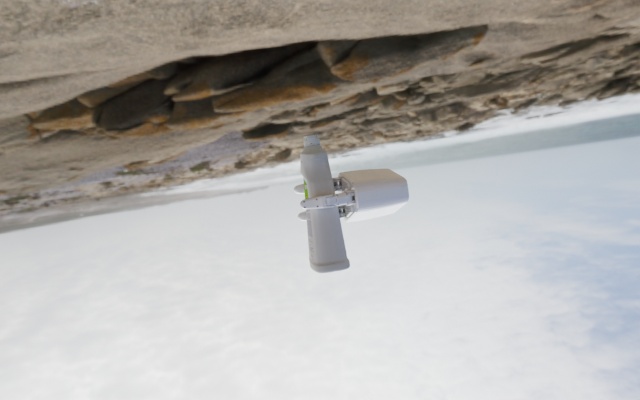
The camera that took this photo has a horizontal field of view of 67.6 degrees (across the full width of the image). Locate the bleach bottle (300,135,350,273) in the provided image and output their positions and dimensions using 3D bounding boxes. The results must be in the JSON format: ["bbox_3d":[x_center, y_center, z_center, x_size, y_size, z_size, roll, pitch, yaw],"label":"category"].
[{"bbox_3d":[0.000,0.003,0.893,0.068,0.251,0.102,-8,2,-12],"label":"bleach bottle"}]
